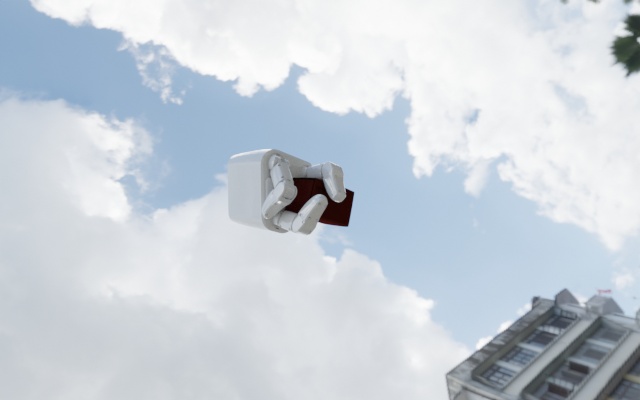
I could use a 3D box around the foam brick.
[{"bbox_3d":[0.000,0.002,0.668,0.078,0.053,0.051,19,-10,-38],"label":"foam brick"}]
